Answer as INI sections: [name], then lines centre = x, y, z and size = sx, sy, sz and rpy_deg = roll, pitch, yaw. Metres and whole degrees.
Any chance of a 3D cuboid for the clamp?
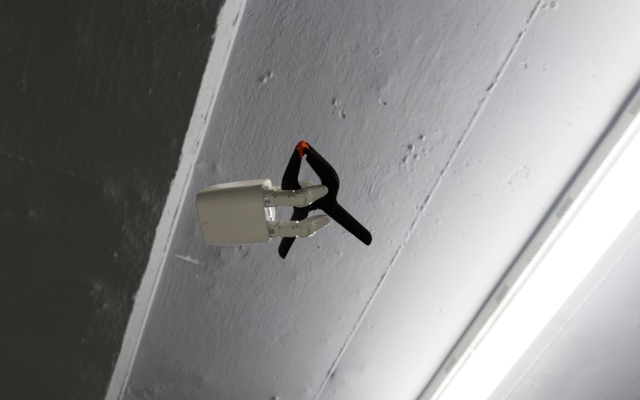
[clamp]
centre = 0.000, 0.002, 0.789
size = 0.164, 0.210, 0.036
rpy_deg = -4, 27, 3
